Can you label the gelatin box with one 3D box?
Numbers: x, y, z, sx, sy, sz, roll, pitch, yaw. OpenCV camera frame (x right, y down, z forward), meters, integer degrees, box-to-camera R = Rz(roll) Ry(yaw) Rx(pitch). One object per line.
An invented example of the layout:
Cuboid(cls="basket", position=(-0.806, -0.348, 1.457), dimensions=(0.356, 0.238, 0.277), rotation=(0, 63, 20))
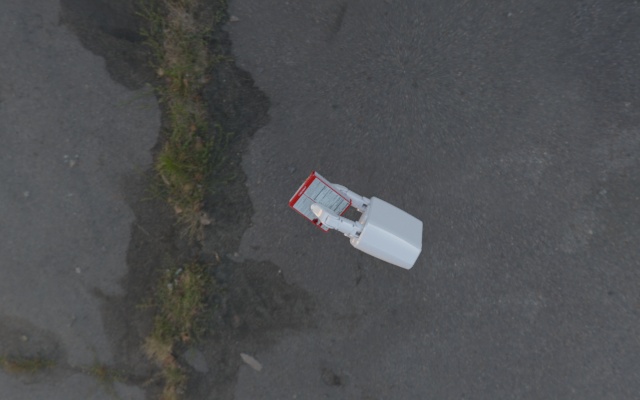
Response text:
Cuboid(cls="gelatin box", position=(0.000, 0.003, 0.852), dimensions=(0.089, 0.073, 0.030), rotation=(37, 16, -10))
